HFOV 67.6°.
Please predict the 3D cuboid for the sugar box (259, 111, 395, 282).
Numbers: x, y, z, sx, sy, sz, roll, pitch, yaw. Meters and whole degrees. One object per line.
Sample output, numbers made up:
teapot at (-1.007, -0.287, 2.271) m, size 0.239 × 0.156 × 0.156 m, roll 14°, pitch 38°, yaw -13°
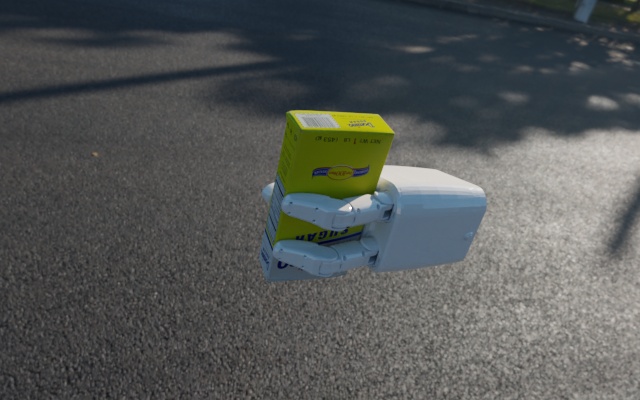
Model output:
sugar box at (0.000, 0.002, 0.464) m, size 0.093 × 0.176 × 0.048 m, roll -1°, pitch 34°, yaw -22°
